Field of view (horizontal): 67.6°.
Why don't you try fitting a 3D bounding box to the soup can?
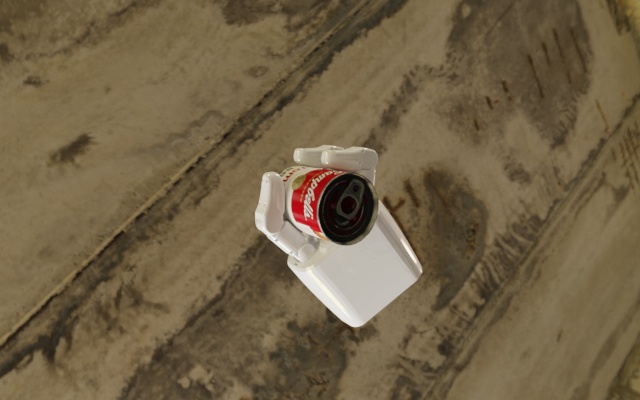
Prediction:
[{"bbox_3d":[0.000,0.001,0.476,0.068,0.068,0.102,0,8,-32],"label":"soup can"}]
